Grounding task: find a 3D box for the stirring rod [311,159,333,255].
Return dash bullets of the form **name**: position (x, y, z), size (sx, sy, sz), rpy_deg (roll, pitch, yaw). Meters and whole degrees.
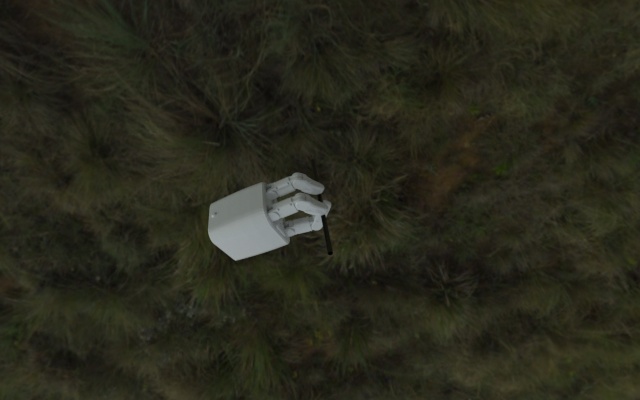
- **stirring rod**: position (0.000, 0.003, 0.816), size (0.011, 0.011, 0.239), rpy_deg (0, 40, -9)
